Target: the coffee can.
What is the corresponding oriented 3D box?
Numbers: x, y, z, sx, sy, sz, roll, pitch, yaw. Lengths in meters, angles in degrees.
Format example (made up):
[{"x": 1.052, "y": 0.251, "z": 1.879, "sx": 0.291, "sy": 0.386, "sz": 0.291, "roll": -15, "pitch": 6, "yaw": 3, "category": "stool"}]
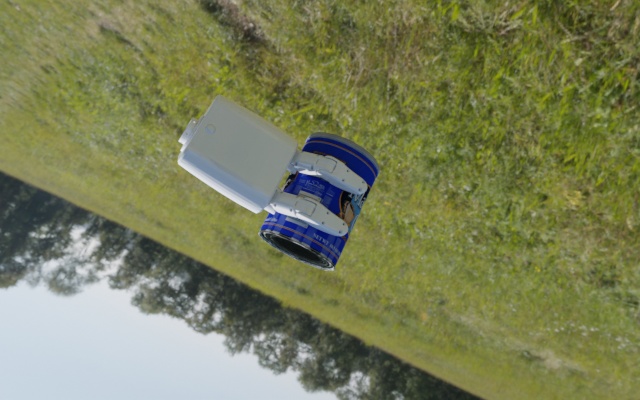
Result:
[{"x": 0.000, "y": 0.002, "z": 0.594, "sx": 0.103, "sy": 0.140, "sz": 0.103, "roll": 24, "pitch": -17, "yaw": 8, "category": "coffee can"}]
